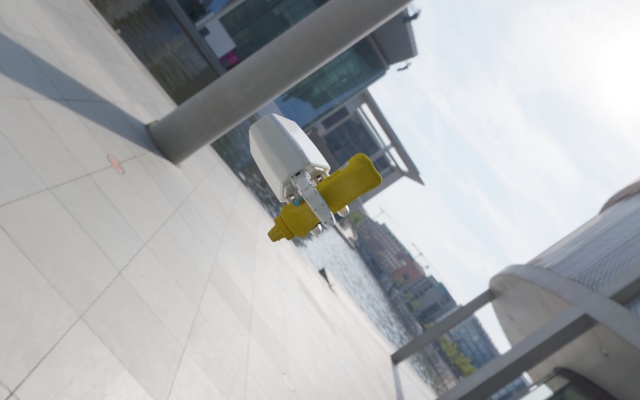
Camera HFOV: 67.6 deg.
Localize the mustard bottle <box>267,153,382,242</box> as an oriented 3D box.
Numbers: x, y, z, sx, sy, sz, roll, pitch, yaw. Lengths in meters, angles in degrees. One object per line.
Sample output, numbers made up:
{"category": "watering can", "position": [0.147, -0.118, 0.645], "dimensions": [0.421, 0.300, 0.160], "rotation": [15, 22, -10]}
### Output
{"category": "mustard bottle", "position": [0.001, 0.003, 0.735], "dimensions": [0.191, 0.058, 0.096], "rotation": [-35, 10, 1]}
